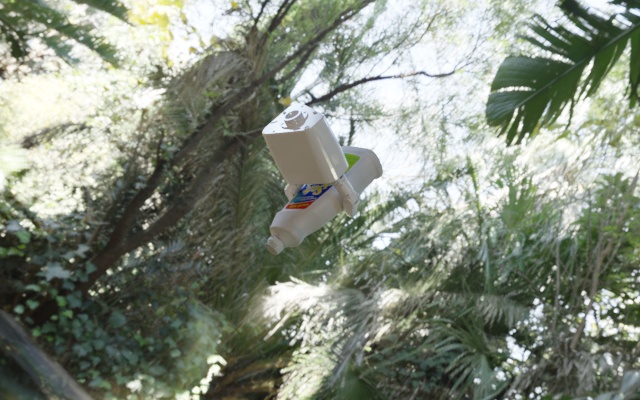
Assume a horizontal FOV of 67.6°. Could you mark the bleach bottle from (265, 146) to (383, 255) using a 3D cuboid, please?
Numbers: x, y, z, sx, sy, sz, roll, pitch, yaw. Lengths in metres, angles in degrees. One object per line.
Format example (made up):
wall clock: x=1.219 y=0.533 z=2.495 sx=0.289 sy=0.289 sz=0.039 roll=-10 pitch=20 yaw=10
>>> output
bleach bottle: x=0.000 y=0.003 z=0.856 sx=0.102 sy=0.068 sz=0.250 roll=15 pitch=53 yaw=45
